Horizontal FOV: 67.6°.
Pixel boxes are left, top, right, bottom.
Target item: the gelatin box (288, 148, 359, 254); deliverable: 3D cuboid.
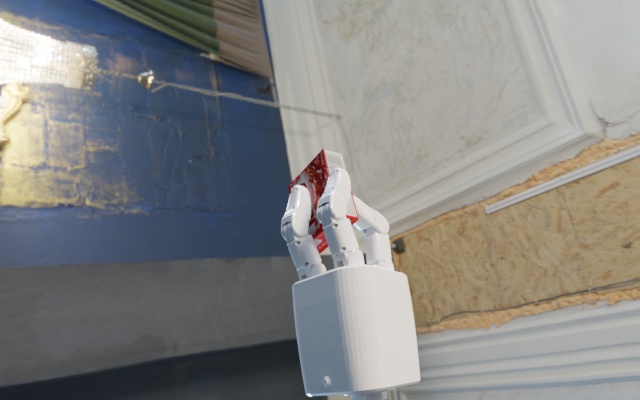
[{"bbox_3d":[0.000,0.001,0.510,0.030,0.089,0.073,13,-40,-33],"label":"gelatin box"}]
